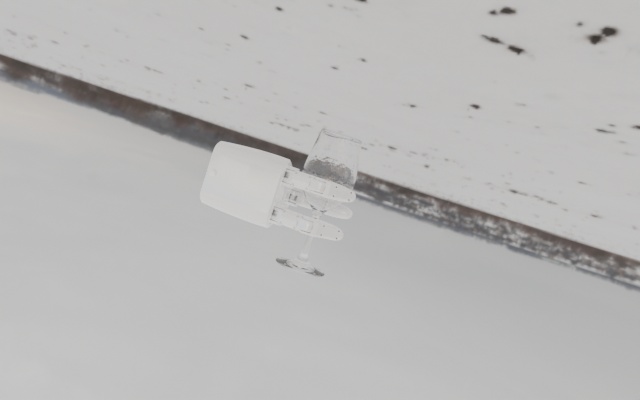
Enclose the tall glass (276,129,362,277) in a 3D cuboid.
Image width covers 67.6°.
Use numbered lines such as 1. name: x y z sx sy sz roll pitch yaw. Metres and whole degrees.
1. tall glass: 0.000 0.003 0.688 0.079 0.201 0.079 18 2 -1
